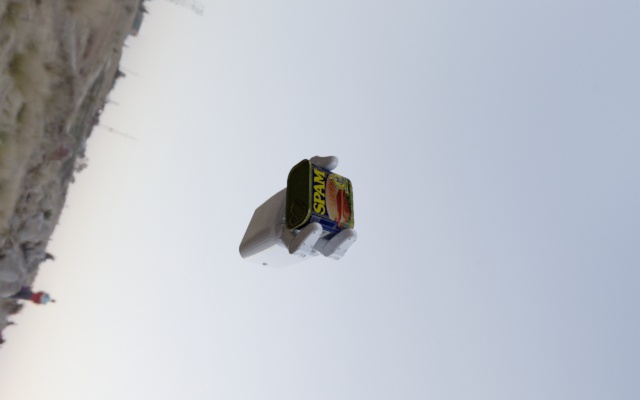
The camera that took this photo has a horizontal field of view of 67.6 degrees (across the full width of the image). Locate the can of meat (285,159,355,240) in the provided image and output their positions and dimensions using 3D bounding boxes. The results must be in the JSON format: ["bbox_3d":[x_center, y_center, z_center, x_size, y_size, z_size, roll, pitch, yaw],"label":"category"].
[{"bbox_3d":[0.000,0.002,0.687,0.084,0.102,0.057,20,-34,-33],"label":"can of meat"}]
